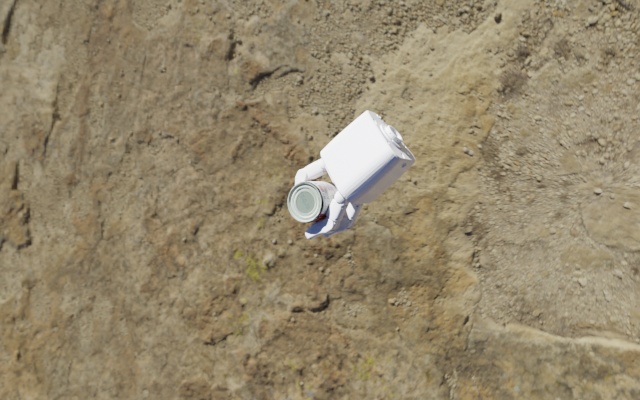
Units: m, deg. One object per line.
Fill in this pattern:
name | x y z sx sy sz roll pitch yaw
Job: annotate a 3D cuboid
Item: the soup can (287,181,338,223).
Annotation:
soup can | 0.000 0.003 0.798 0.068 0.068 0.102 0 1 30
